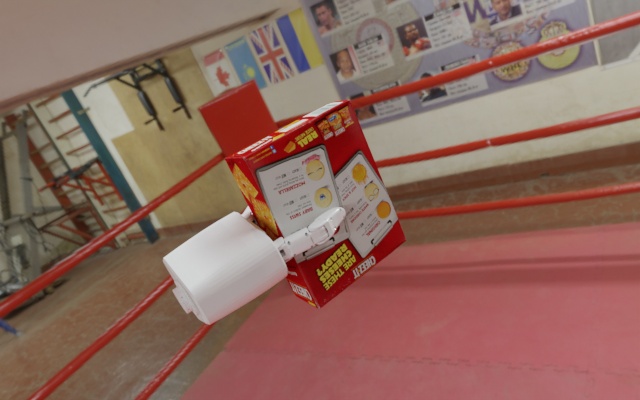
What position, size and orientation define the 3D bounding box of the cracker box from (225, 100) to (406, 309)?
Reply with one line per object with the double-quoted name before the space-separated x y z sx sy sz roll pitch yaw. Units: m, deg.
"cracker box" 0.000 0.002 0.620 0.164 0.214 0.072 -33 21 -25
